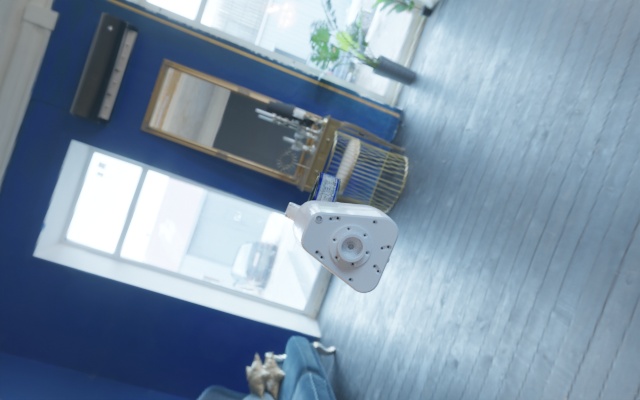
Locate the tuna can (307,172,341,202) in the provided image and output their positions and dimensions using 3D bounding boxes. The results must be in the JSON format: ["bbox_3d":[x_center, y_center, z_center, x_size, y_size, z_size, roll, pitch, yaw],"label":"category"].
[{"bbox_3d":[0.000,0.002,0.714,0.034,0.086,0.086,19,-2,-5],"label":"tuna can"}]
